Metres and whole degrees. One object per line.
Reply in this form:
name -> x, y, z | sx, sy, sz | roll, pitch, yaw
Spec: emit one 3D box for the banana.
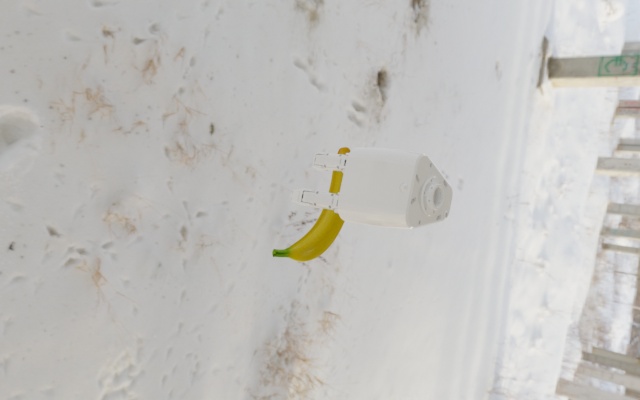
banana -> 0.010, 0.016, 0.700 | 0.037, 0.197, 0.070 | 9, -29, 51
